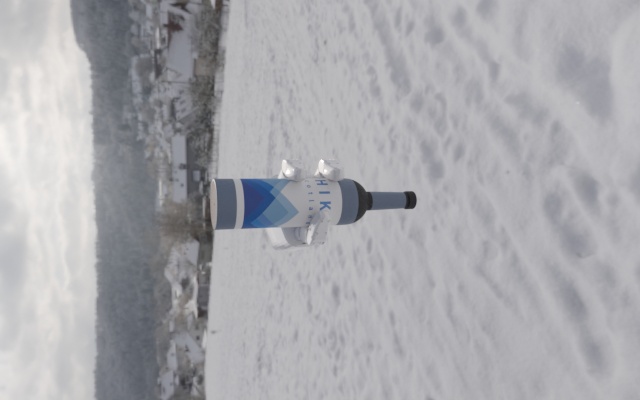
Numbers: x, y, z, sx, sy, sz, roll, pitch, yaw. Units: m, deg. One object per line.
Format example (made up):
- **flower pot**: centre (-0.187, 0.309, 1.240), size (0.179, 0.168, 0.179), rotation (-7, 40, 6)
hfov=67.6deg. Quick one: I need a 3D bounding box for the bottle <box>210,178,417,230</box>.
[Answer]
- **bottle**: centre (0.000, 0.002, 0.667), size (0.296, 0.069, 0.069), rotation (-1, 0, -20)
